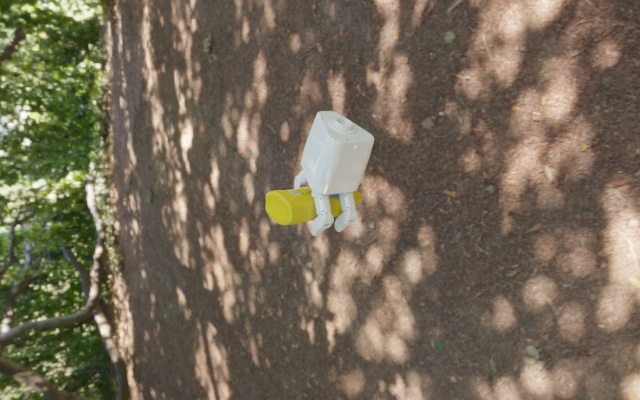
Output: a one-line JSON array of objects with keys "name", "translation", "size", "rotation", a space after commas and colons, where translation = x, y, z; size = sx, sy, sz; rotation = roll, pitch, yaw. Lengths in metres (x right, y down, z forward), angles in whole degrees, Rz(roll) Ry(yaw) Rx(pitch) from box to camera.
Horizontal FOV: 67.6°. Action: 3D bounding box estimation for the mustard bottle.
[{"name": "mustard bottle", "translation": [0.000, 0.003, 0.896], "size": [0.191, 0.058, 0.096], "rotation": [-8, 17, -34]}]
